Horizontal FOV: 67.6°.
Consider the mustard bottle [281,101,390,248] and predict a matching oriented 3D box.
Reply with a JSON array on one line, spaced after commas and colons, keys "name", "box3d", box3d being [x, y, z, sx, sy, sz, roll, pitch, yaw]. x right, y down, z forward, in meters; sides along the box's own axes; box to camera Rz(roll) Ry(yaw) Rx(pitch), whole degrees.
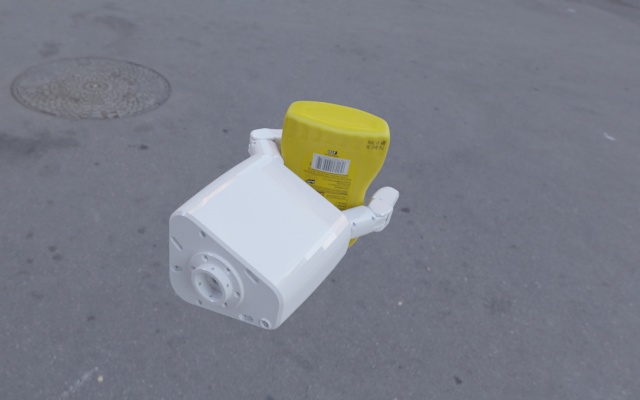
[{"name": "mustard bottle", "box3d": [0.000, 0.001, 0.478, 0.096, 0.192, 0.058, 11, 35, -3]}]
